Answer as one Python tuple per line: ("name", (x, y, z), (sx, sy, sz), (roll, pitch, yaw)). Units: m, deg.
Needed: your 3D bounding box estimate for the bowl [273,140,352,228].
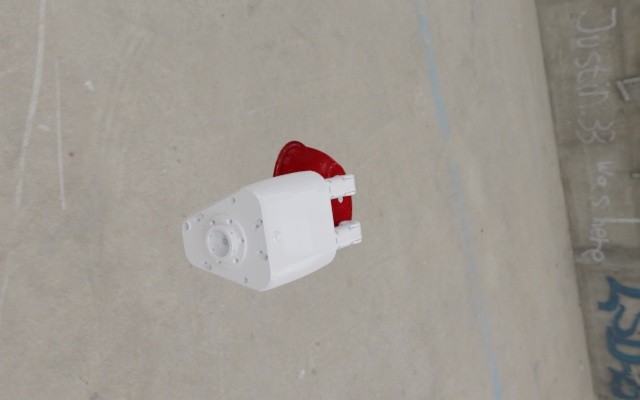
("bowl", (0.001, 0.001, 0.600), (0.055, 0.162, 0.162), (-6, -2, 22))
